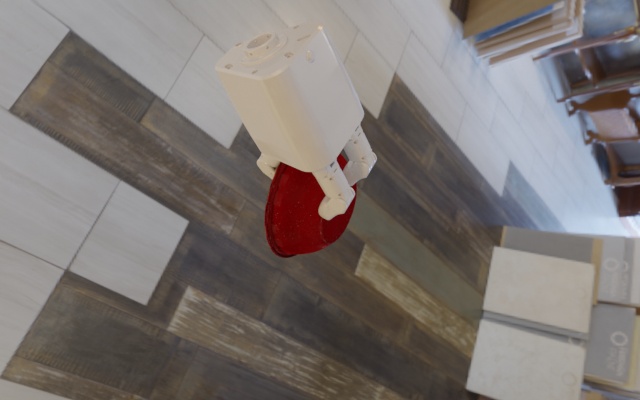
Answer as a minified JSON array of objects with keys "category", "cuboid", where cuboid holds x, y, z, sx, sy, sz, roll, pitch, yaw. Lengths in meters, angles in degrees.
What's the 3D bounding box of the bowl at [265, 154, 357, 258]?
[{"category":"bowl","cuboid":[0.001,0.003,0.589,0.055,0.162,0.162,17,8,26]}]
